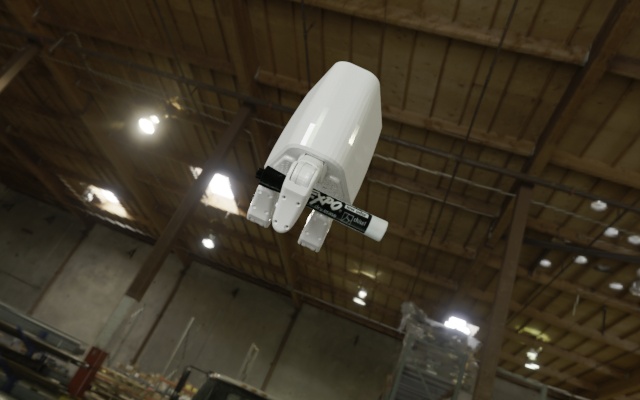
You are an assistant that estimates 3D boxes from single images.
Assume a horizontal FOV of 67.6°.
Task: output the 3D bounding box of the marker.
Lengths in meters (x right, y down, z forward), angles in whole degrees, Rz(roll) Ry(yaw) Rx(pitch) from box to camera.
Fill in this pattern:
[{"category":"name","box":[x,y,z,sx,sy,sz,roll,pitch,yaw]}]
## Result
[{"category":"marker","box":[0.000,0.001,0.412,0.121,0.020,0.020,25,0,0]}]
